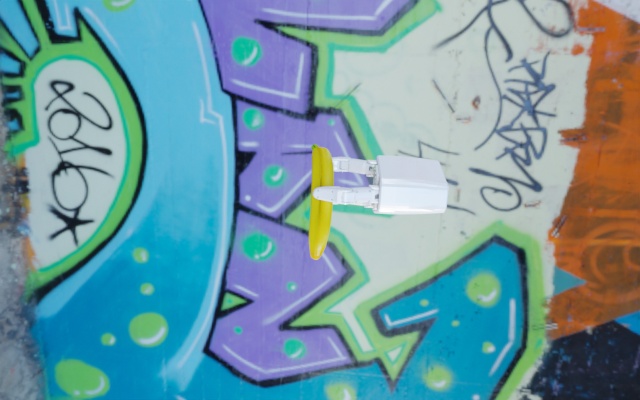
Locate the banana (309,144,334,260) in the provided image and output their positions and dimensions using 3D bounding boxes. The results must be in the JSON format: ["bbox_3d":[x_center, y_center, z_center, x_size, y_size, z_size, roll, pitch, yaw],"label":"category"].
[{"bbox_3d":[0.001,-0.004,0.776,0.037,0.197,0.069,2,-10,-3],"label":"banana"}]
